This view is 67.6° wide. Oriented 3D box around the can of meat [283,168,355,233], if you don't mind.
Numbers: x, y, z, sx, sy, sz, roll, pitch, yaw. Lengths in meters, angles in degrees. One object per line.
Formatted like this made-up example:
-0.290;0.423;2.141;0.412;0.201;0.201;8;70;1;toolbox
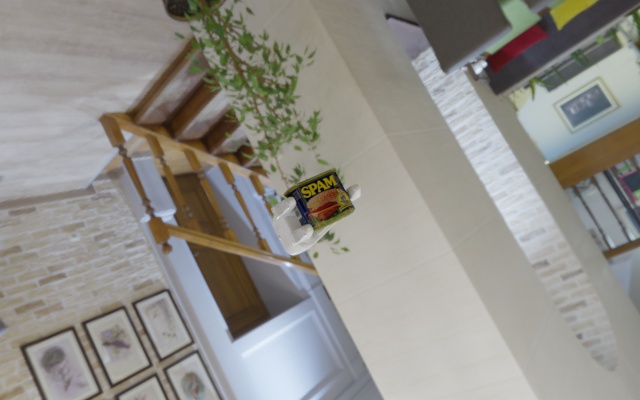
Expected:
0.000;0.003;0.835;0.102;0.084;0.057;-25;-8;-26;can of meat
